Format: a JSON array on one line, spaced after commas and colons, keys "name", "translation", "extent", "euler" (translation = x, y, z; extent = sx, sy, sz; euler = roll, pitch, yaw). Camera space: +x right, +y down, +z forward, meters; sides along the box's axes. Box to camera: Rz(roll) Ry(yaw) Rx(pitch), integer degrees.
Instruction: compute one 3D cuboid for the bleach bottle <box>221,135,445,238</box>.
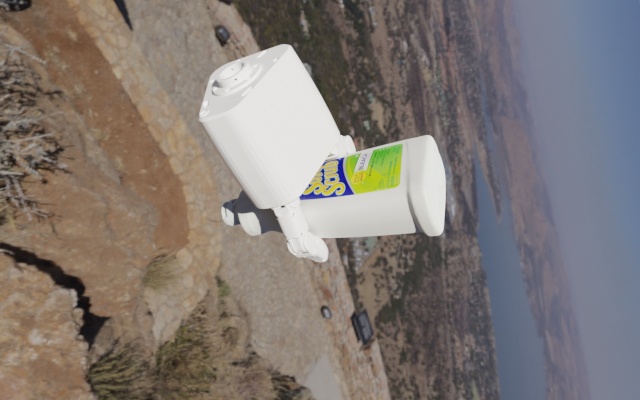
[{"name": "bleach bottle", "translation": [0.000, 0.002, 0.507], "extent": [0.251, 0.102, 0.068], "euler": [-10, -49, 26]}]
